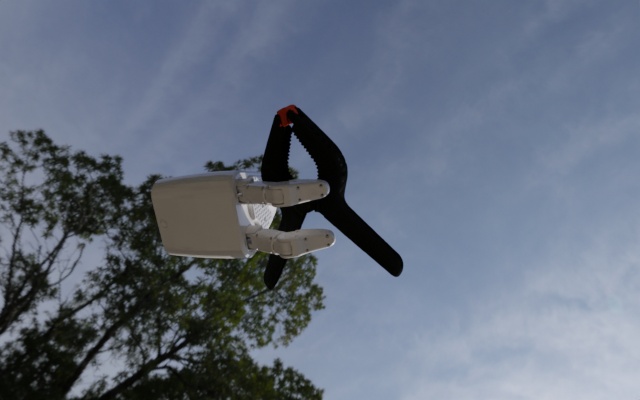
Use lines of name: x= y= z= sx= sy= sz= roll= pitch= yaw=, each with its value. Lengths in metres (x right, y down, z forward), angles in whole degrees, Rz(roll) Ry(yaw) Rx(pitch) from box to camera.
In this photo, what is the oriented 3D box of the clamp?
clamp: x=0.000 y=0.001 z=0.514 sx=0.164 sy=0.210 sz=0.036 roll=-3 pitch=18 yaw=16
